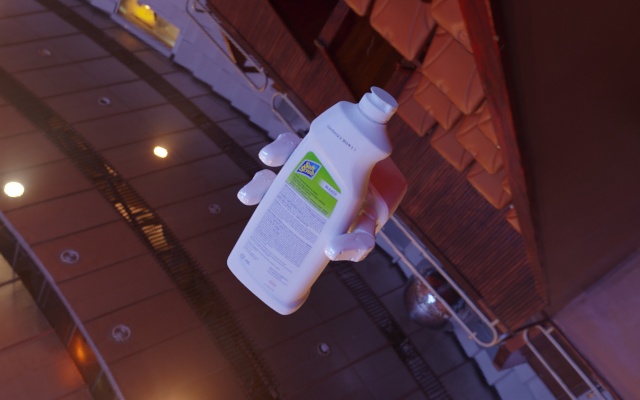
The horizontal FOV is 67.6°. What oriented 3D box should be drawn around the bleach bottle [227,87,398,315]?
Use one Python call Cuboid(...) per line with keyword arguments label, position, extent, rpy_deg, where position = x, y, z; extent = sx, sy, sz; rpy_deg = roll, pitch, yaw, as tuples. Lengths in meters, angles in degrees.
Cuboid(label="bleach bottle", position=(0.000, 0.002, 0.482), extent=(0.102, 0.251, 0.068), rpy_deg=(39, 31, 6))
